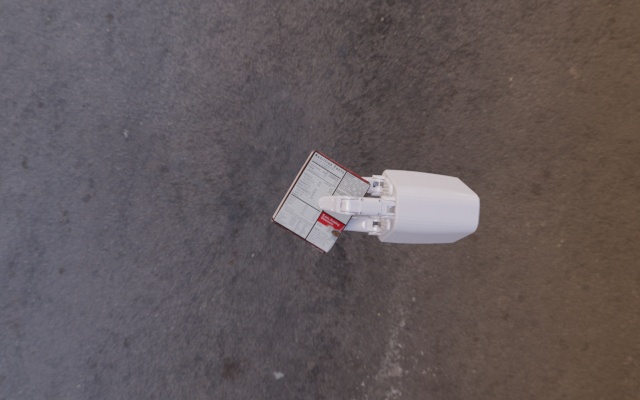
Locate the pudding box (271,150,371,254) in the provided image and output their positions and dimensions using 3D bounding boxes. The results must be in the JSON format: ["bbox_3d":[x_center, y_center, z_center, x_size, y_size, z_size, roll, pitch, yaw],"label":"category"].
[{"bbox_3d":[0.000,0.002,0.636,0.090,0.113,0.039,32,-1,-5],"label":"pudding box"}]
